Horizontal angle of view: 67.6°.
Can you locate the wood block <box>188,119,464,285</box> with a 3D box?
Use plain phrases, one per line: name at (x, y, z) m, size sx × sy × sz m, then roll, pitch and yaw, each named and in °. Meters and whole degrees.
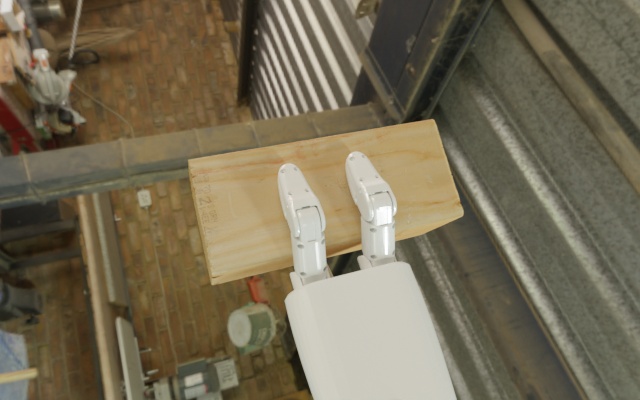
wood block at (0.000, 0.002, 0.411) m, size 0.206 × 0.090 × 0.091 m, roll -11°, pitch -12°, yaw -16°
